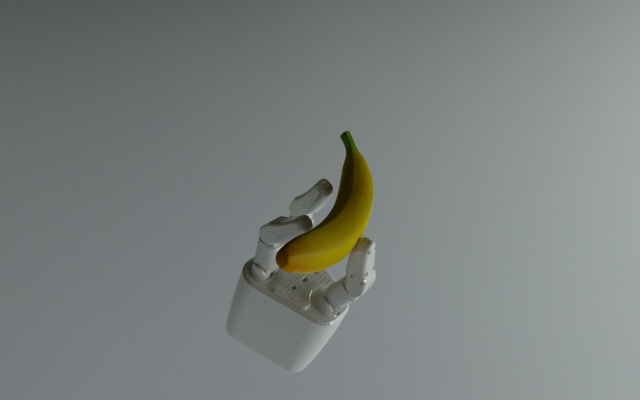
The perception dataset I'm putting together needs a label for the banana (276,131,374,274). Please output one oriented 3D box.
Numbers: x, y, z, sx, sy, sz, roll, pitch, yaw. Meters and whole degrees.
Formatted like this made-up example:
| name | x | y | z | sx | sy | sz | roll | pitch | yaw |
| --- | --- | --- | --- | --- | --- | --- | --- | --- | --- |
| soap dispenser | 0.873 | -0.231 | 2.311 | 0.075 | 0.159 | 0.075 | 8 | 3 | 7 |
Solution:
| name | x | y | z | sx | sy | sz | roll | pitch | yaw |
| --- | --- | --- | --- | --- | --- | --- | --- | --- | --- |
| banana | 0.015 | 0.012 | 0.445 | 0.037 | 0.069 | 0.197 | -38 | 17 | 37 |
